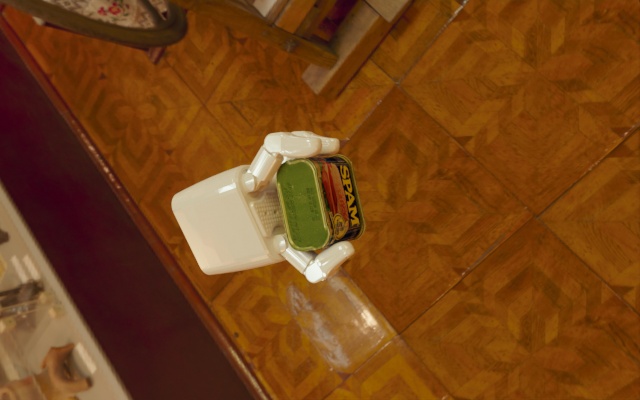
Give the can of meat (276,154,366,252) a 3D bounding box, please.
[{"bbox_3d":[0.000,0.002,0.521,0.057,0.102,0.084,-13,-2,30],"label":"can of meat"}]
